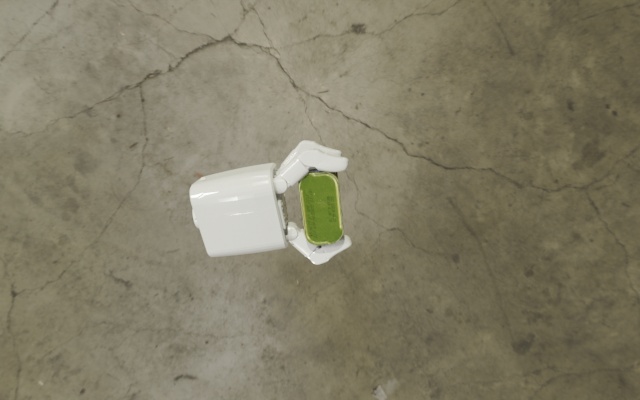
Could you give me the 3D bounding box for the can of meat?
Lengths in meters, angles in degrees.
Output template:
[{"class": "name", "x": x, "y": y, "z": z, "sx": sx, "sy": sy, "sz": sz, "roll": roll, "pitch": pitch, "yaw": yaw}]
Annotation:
[{"class": "can of meat", "x": 0.000, "y": 0.002, "z": 0.644, "sx": 0.057, "sy": 0.102, "sz": 0.084, "roll": -7, "pitch": 13, "yaw": 1}]
